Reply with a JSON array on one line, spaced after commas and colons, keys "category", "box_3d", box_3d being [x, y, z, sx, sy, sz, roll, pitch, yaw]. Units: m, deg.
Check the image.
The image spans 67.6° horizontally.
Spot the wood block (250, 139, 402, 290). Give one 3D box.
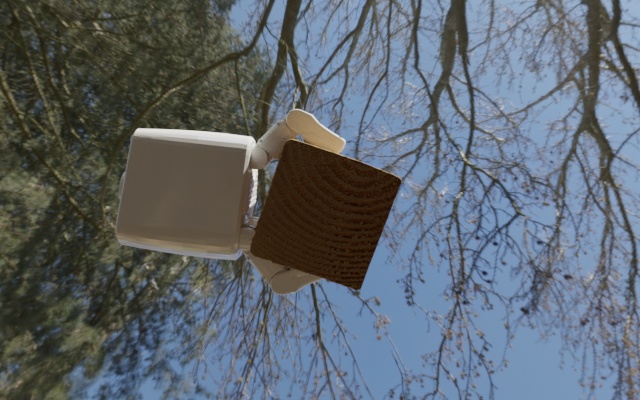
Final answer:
[{"category": "wood block", "box_3d": [0.000, 0.001, 0.444, 0.090, 0.091, 0.206, 19, 5, -4]}]
